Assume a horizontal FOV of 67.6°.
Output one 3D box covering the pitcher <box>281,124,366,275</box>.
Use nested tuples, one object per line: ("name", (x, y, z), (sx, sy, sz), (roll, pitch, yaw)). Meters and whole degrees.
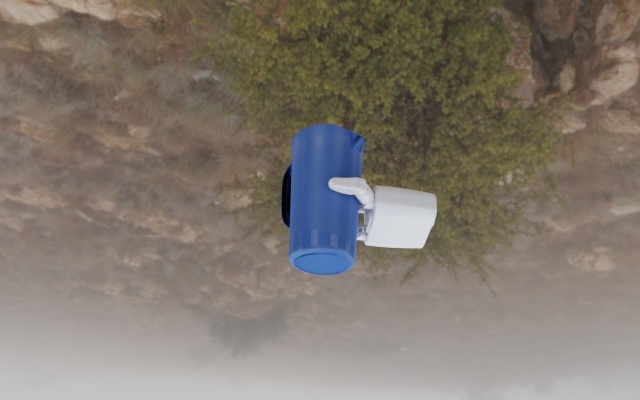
("pitcher", (0.000, 0.003, 0.833), (0.145, 0.242, 0.149), (5, -30, -3))
